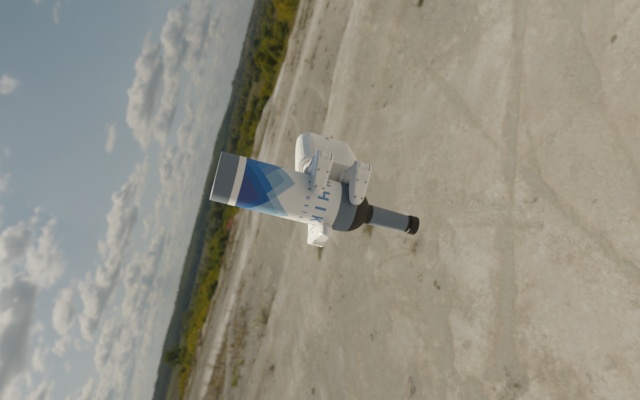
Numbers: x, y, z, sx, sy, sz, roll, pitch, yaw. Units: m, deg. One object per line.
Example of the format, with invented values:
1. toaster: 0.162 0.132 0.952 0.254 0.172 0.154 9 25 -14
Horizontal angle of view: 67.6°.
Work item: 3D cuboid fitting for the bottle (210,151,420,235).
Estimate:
1. bottle: 0.000 0.002 0.665 0.296 0.069 0.069 14 -3 -13
